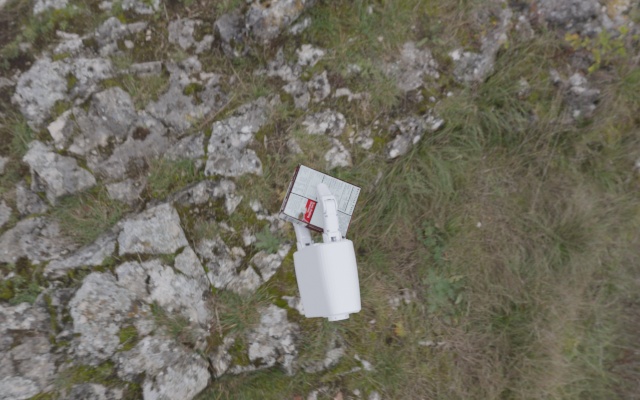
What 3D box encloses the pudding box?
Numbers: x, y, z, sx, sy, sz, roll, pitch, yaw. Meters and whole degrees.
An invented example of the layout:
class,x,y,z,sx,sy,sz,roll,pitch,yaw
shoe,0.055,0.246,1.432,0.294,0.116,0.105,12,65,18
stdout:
class,x,y,z,sx,sy,sz,roll,pitch,yaw
pudding box,0.000,0.003,0.769,0.113,0.090,0.039,22,-14,-9
